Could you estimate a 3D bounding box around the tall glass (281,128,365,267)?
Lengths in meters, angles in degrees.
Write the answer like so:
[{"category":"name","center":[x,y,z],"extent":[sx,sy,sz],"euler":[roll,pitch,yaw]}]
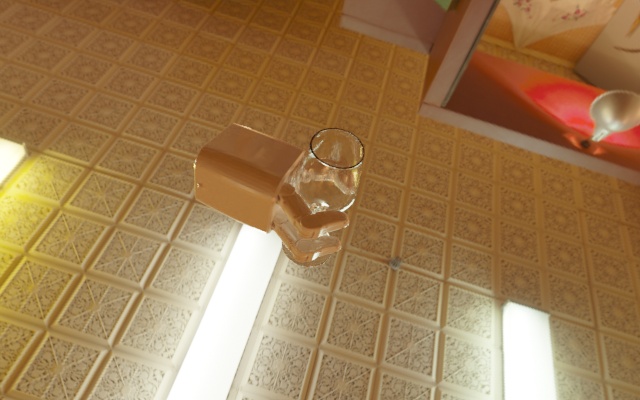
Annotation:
[{"category":"tall glass","center":[0.000,0.002,0.599],"extent":[0.079,0.079,0.201],"euler":[0,-37,-14]}]
